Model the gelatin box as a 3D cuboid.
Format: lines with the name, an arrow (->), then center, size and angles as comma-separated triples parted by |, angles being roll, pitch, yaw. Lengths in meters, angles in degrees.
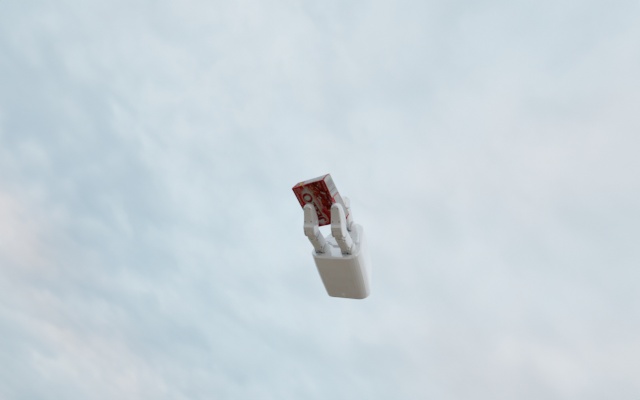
gelatin box -> 0.000, 0.002, 0.858 | 0.073, 0.089, 0.030 | -14, 21, 35
